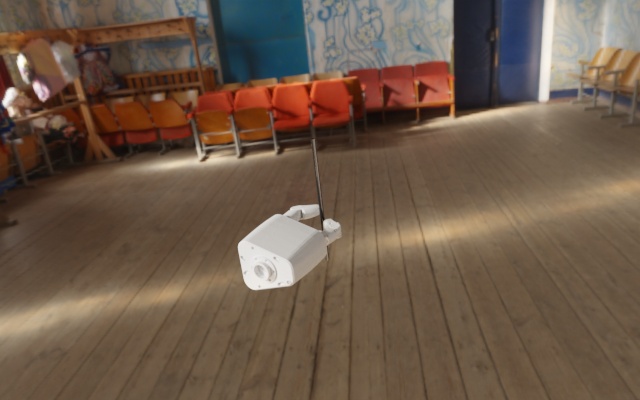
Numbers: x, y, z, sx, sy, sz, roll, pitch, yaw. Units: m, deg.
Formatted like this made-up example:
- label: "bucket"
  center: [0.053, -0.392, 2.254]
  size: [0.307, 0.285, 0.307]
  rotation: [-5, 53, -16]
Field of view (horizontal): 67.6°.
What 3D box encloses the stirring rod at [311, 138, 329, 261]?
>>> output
- label: "stirring rod"
  center: [0.000, 0.003, 0.884]
  size: [0.011, 0.240, 0.011]
  rotation: [-6, 21, 2]
